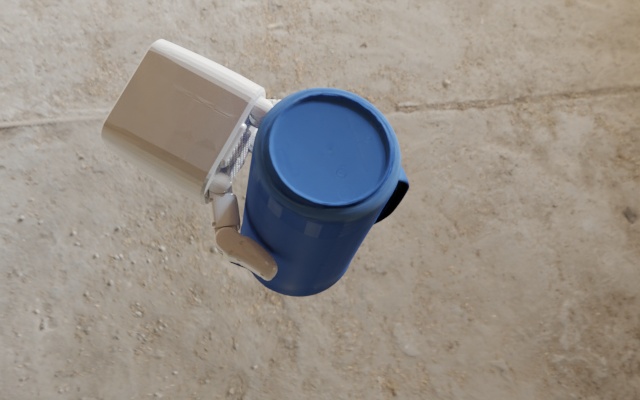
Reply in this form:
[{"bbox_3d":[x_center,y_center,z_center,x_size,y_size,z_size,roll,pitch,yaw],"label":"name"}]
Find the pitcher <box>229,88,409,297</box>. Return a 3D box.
[{"bbox_3d":[0.000,0.001,0.447,0.145,0.149,0.243,29,-22,2],"label":"pitcher"}]
